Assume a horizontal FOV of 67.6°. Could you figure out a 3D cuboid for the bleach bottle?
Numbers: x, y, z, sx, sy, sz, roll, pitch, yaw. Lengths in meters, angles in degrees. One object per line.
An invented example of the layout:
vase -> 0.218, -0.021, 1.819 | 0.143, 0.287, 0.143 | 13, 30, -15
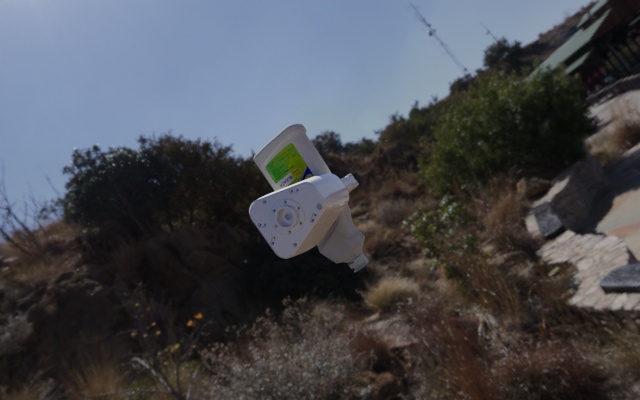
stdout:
bleach bottle -> 0.000, 0.003, 0.784 | 0.102, 0.251, 0.068 | -38, -6, 21
